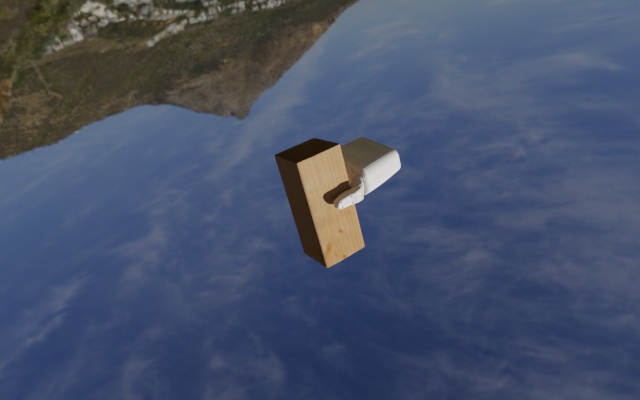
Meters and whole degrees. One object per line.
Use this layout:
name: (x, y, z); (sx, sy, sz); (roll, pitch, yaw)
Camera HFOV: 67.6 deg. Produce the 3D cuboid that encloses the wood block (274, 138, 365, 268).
wood block: (0.001, 0.003, 0.865); (0.090, 0.206, 0.091); (-27, 25, -24)
